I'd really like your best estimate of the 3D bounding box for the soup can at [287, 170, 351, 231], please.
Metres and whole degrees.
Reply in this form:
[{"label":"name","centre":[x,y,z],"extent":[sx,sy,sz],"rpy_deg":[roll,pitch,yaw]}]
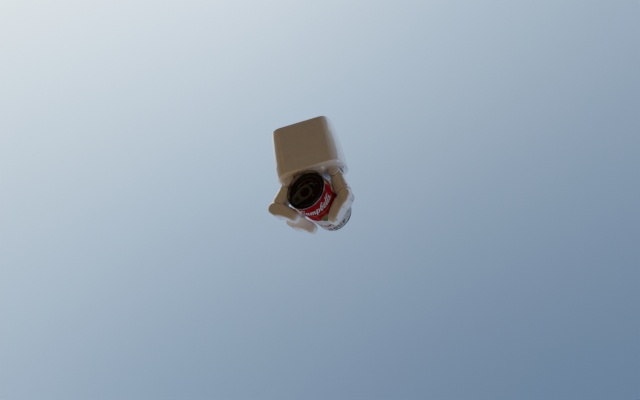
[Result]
[{"label":"soup can","centre":[0.000,0.003,0.785],"extent":[0.068,0.068,0.102],"rpy_deg":[0,-23,31]}]
